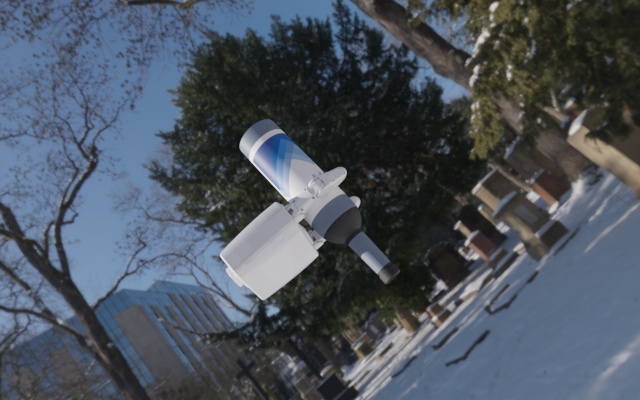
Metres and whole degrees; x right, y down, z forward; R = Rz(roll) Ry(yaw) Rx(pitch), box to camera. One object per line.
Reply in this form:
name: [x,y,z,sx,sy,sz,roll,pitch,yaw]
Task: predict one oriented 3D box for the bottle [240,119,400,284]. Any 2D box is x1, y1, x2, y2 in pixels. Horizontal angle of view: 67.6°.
bottle: [0.000,0.002,0.683,0.295,0.069,0.069,46,18,18]
